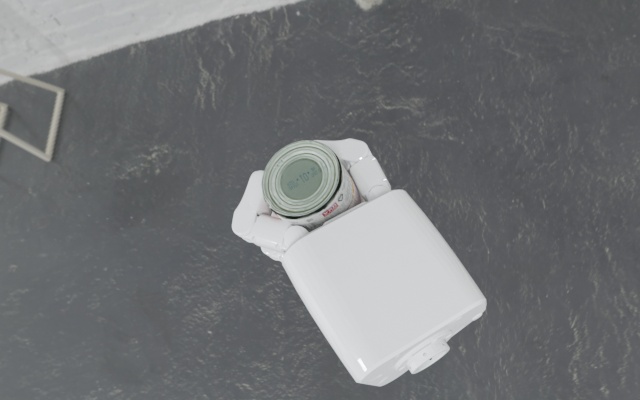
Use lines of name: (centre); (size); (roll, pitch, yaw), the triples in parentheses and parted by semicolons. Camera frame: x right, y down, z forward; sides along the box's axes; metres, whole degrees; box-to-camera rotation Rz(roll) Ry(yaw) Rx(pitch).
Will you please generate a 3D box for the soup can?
soup can: (0.000, 0.001, 0.409); (0.068, 0.068, 0.102); (0, -22, 20)
